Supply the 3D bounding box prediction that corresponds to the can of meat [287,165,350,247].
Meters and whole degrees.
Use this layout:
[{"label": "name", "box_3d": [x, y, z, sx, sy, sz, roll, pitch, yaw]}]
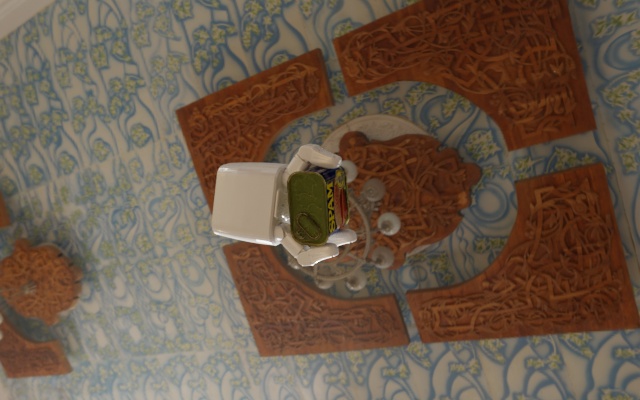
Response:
[{"label": "can of meat", "box_3d": [0.000, 0.002, 0.666, 0.057, 0.102, 0.084, 3, 15, 25]}]
